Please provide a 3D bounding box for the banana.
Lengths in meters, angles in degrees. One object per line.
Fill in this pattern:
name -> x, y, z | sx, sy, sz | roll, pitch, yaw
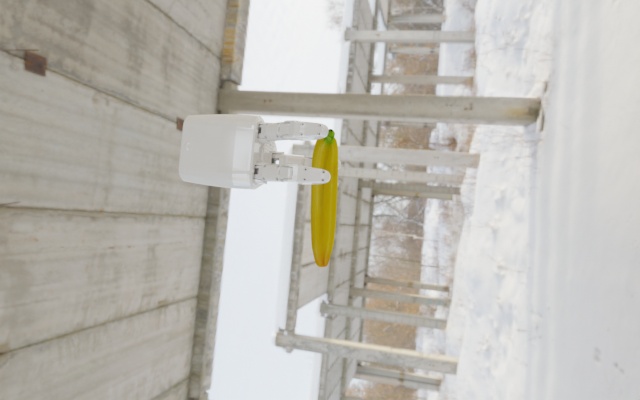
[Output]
banana -> 0.003, -0.008, 0.657 | 0.037, 0.198, 0.069 | 4, 22, 8
